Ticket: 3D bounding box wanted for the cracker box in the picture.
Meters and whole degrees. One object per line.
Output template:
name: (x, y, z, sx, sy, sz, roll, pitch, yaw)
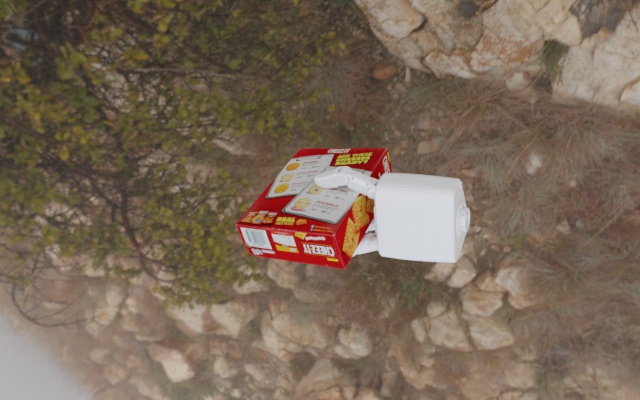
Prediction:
cracker box: (0.000, 0.002, 0.731, 0.164, 0.072, 0.213, 3, 38, 29)
